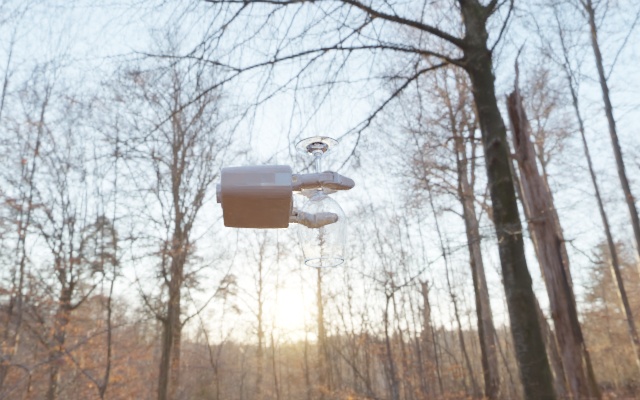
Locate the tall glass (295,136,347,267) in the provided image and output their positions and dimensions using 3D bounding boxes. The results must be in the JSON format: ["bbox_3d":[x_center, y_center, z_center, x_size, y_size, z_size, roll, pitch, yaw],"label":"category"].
[{"bbox_3d":[0.000,0.002,0.764,0.079,0.201,0.079,-3,-21,-1],"label":"tall glass"}]
